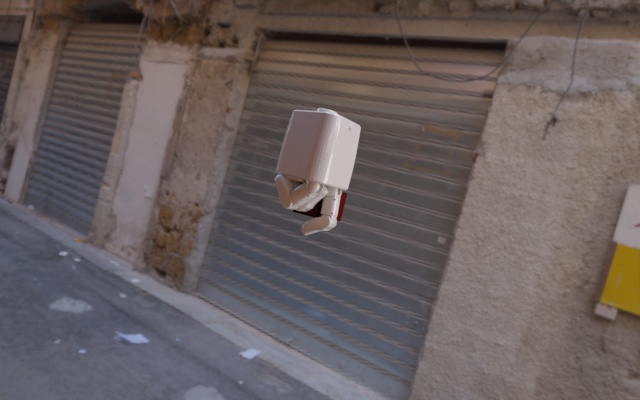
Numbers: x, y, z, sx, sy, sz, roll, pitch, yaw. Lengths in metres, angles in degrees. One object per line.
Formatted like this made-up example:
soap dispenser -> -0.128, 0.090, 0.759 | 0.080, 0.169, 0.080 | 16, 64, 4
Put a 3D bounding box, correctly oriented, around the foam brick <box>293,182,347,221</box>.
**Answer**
foam brick -> 0.000, 0.003, 0.803 | 0.053, 0.051, 0.078 | 14, 1, 32
